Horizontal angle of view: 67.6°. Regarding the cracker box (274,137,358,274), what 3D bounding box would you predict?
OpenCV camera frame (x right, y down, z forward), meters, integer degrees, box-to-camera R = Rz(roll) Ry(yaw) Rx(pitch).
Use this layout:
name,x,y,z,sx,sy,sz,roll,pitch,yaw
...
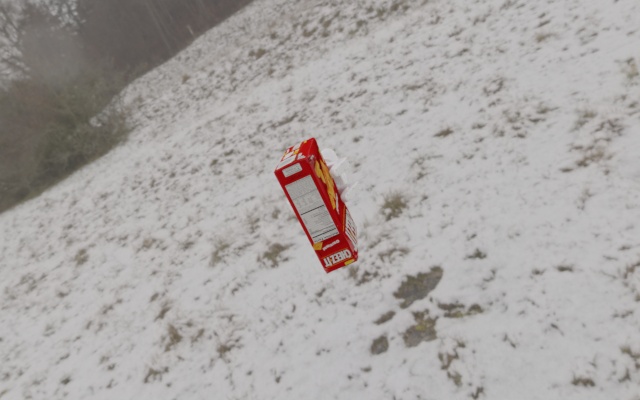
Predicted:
name,x,y,z,sx,sy,sz,roll,pitch,yaw
cracker box,0.000,0.003,0.900,0.072,0.214,0.164,-24,16,12
